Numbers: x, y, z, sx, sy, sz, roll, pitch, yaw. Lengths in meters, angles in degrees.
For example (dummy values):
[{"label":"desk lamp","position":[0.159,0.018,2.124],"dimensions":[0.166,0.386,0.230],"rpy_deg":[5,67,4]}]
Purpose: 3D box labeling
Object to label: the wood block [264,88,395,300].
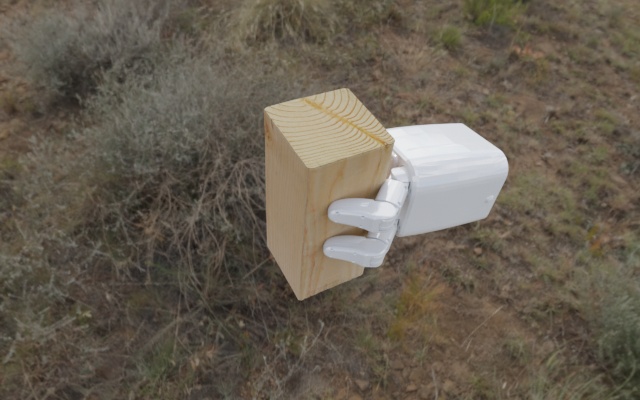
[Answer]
[{"label":"wood block","position":[0.000,0.001,0.498],"dimensions":[0.090,0.090,0.206],"rpy_deg":[-19,-38,-21]}]
